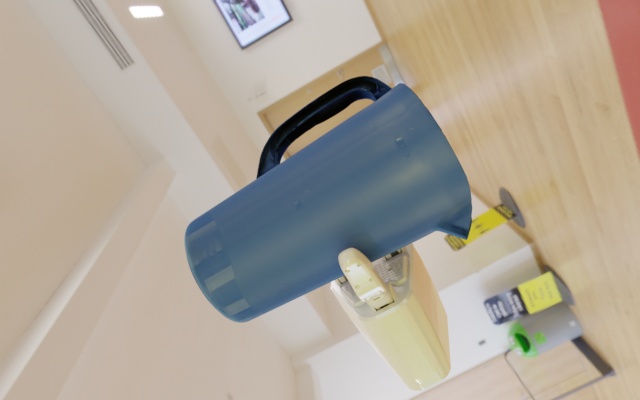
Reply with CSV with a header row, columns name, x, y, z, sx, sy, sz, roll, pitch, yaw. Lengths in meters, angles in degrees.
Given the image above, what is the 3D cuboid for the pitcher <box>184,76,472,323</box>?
name,x,y,z,sx,sy,sz,roll,pitch,yaw
pitcher,0.000,0.002,0.440,0.243,0.145,0.149,-29,23,6
